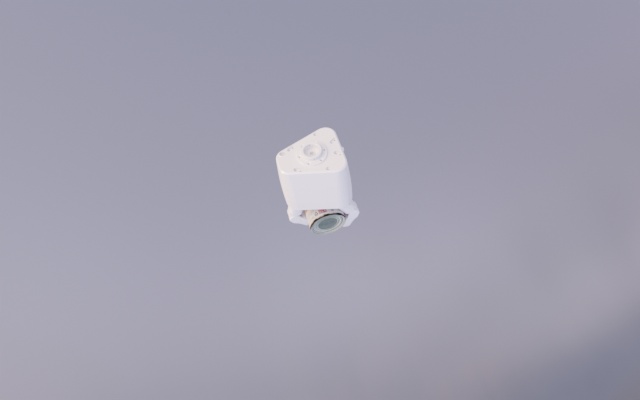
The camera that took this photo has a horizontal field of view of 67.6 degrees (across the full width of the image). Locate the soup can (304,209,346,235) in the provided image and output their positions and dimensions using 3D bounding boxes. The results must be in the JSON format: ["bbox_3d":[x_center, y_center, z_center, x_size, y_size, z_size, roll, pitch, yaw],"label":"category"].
[{"bbox_3d":[0.000,0.003,0.873,0.068,0.102,0.068,-14,-32,-9],"label":"soup can"}]
